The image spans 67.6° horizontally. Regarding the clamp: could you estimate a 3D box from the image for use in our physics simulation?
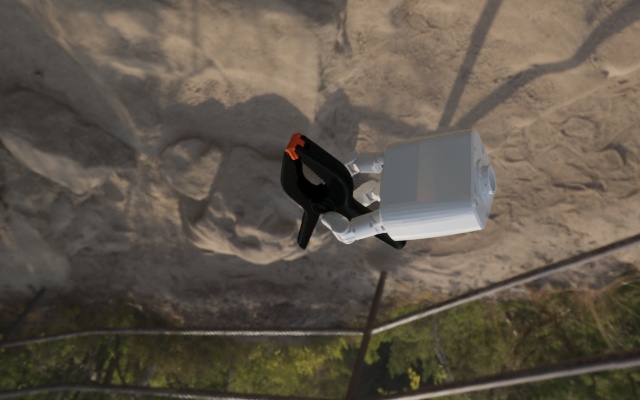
[{"bbox_3d":[0.000,0.002,0.625,0.164,0.036,0.210,-10,-47,32],"label":"clamp"}]
